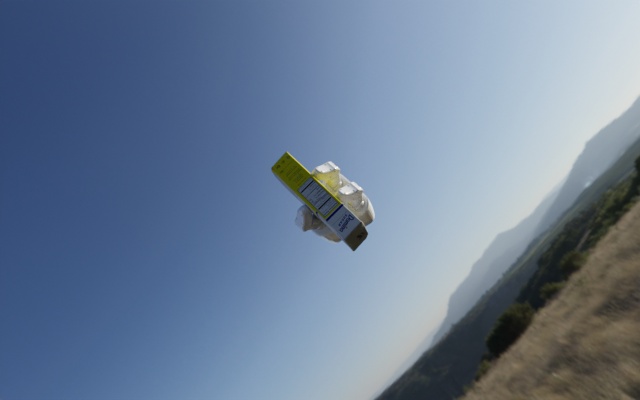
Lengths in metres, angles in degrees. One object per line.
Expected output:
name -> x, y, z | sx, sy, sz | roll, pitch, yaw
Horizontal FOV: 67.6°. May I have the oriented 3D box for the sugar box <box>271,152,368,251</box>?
sugar box -> 0.000, 0.002, 0.781 | 0.176, 0.048, 0.093 | 41, -4, 20
